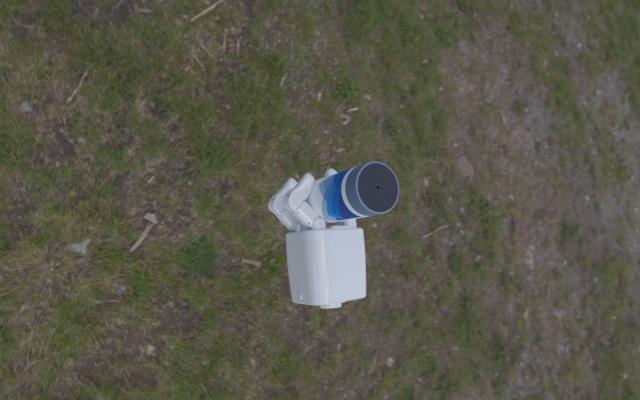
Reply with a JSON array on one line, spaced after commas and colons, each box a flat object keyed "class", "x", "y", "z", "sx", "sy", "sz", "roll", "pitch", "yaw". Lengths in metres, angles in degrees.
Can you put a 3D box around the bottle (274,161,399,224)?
[{"class": "bottle", "x": 0.000, "y": 0.002, "z": 0.718, "sx": 0.069, "sy": 0.069, "sz": 0.296, "roll": 0, "pitch": -7, "yaw": -29}]
